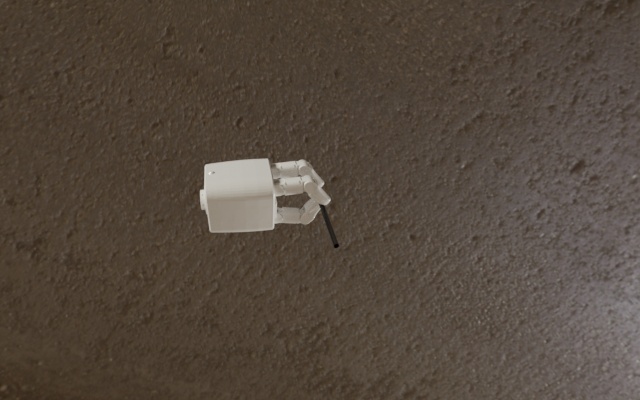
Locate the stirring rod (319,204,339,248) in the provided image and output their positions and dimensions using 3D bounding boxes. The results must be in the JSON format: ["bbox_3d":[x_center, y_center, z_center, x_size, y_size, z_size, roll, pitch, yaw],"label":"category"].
[{"bbox_3d":[0.000,0.003,0.787,0.011,0.011,0.239,0,32,-13],"label":"stirring rod"}]
